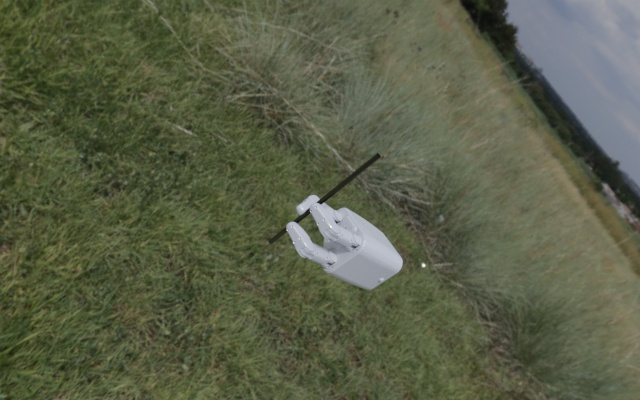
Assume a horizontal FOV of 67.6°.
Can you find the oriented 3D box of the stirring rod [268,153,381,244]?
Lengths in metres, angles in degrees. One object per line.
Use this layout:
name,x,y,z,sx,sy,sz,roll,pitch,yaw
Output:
stirring rod,0.000,0.002,0.740,0.239,0.011,0.011,-39,-20,27
